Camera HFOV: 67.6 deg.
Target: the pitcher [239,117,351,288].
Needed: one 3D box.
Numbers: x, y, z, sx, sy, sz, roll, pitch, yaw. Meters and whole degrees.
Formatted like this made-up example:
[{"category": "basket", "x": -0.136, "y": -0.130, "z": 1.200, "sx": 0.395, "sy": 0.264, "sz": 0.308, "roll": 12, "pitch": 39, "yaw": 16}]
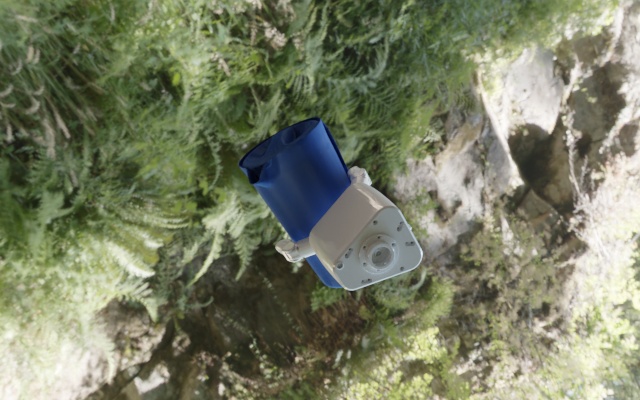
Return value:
[{"category": "pitcher", "x": 0.000, "y": 0.002, "z": 0.721, "sx": 0.149, "sy": 0.243, "sz": 0.145, "roll": -32, "pitch": 21, "yaw": -5}]
